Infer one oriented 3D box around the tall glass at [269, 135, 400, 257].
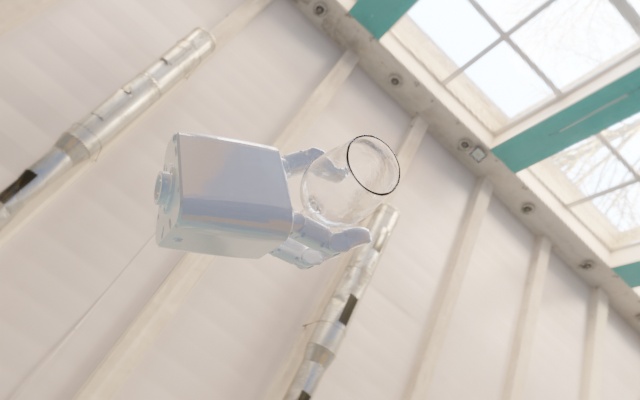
[{"bbox_3d":[0.000,0.002,0.520,0.079,0.079,0.201,0,-21,-33],"label":"tall glass"}]
